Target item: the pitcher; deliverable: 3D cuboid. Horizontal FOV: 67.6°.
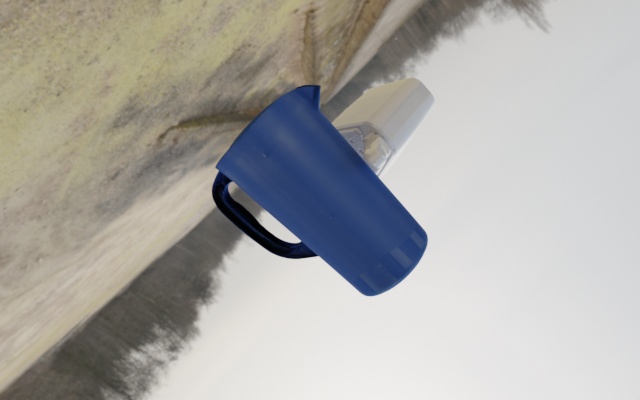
[{"bbox_3d":[0.000,0.002,0.560,0.145,0.243,0.149,-49,9,-28],"label":"pitcher"}]
